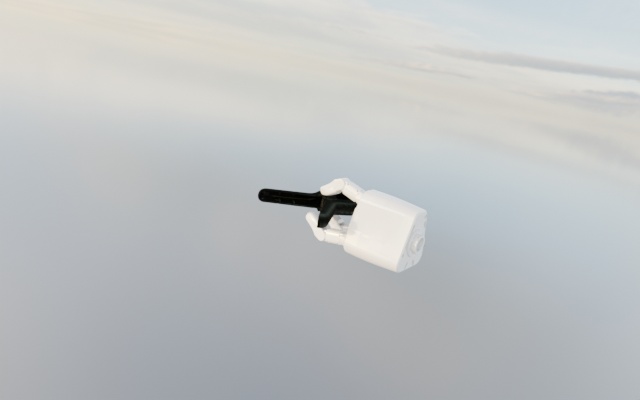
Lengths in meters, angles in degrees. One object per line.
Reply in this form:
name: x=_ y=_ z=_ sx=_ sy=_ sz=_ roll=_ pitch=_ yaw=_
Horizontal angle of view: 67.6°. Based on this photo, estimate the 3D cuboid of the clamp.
clamp: x=0.001 y=0.002 z=0.885 sx=0.164 sy=0.036 sz=0.210 roll=21 pitch=18 yaw=33
